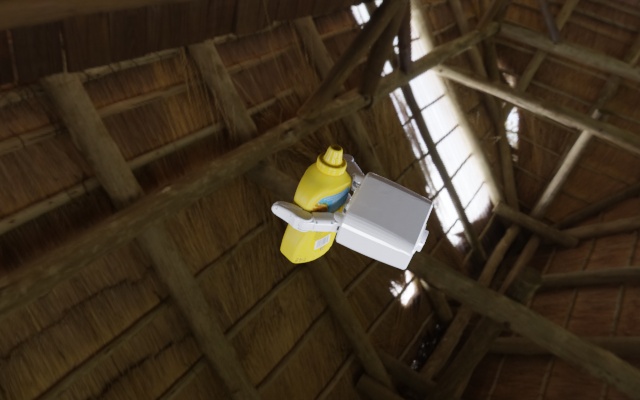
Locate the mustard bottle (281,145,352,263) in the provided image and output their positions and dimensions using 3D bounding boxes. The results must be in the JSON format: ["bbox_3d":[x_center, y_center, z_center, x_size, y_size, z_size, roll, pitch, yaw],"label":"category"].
[{"bbox_3d":[0.000,0.002,0.701,0.096,0.192,0.058,-23,53,-40],"label":"mustard bottle"}]
